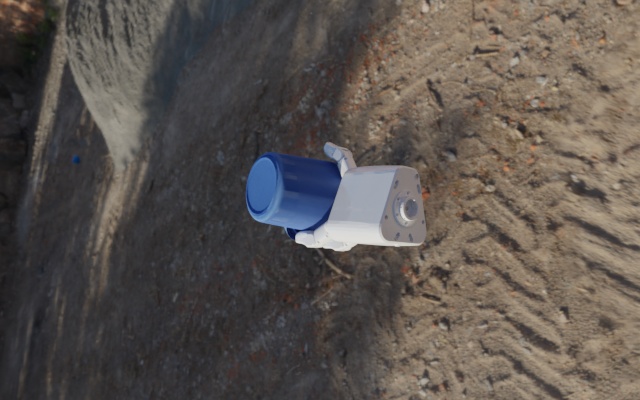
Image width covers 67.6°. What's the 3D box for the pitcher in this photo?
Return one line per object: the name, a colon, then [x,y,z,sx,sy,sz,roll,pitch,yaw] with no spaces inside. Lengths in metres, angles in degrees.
pitcher: [0.000,0.003,0.791,0.243,0.149,0.145,10,-4,-37]
